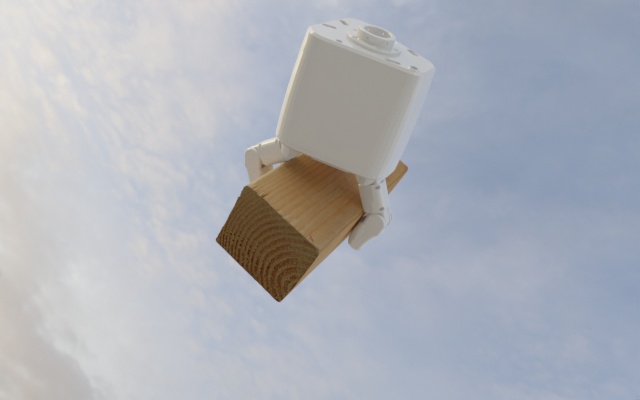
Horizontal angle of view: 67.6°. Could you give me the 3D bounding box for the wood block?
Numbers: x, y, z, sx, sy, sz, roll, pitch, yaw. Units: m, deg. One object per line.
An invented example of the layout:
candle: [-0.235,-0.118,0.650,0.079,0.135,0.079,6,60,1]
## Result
wood block: [0.001,0.002,0.511,0.206,0.091,0.090,-37,-13,-50]
